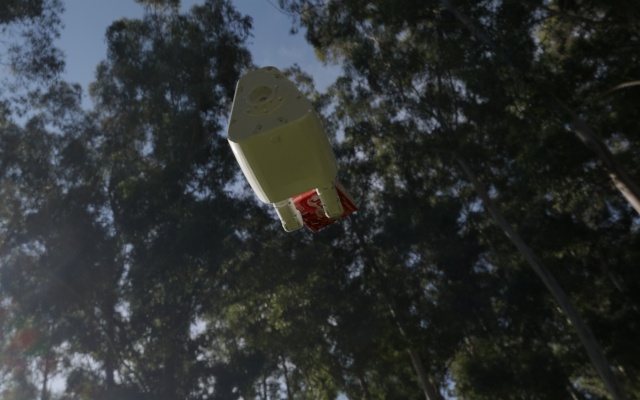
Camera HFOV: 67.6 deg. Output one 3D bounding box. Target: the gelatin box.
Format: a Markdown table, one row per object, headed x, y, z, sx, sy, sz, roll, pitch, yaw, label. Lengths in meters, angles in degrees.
| x | y | z | sx | sy | sz | roll | pitch | yaw | label |
| --- | --- | --- | --- | --- | --- | --- | --- | --- | --- |
| 0.000 | 0.002 | 0.653 | 0.073 | 0.030 | 0.089 | -28 | -35 | 13 | gelatin box |
